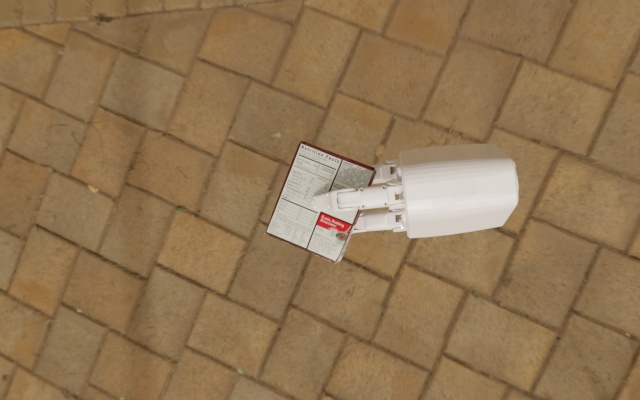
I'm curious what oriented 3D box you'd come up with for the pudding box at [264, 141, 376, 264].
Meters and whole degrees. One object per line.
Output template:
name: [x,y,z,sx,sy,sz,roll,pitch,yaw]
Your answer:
pudding box: [0.000,0.002,0.529,0.090,0.113,0.039,22,2,7]
